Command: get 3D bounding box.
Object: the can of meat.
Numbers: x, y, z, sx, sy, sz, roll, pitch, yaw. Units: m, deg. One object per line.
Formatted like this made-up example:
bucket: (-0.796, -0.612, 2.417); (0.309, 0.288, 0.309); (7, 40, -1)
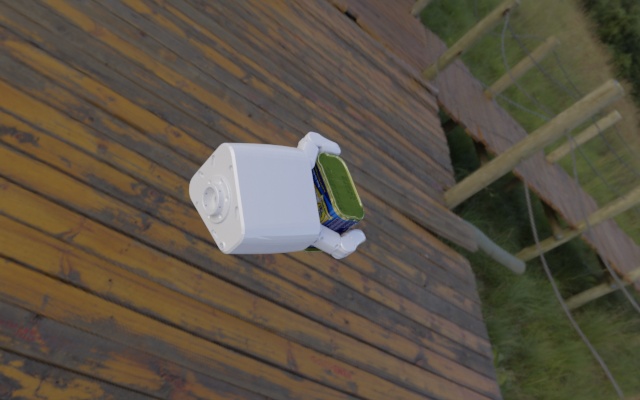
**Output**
can of meat: (0.000, 0.002, 0.603); (0.057, 0.102, 0.084); (5, -34, -44)
